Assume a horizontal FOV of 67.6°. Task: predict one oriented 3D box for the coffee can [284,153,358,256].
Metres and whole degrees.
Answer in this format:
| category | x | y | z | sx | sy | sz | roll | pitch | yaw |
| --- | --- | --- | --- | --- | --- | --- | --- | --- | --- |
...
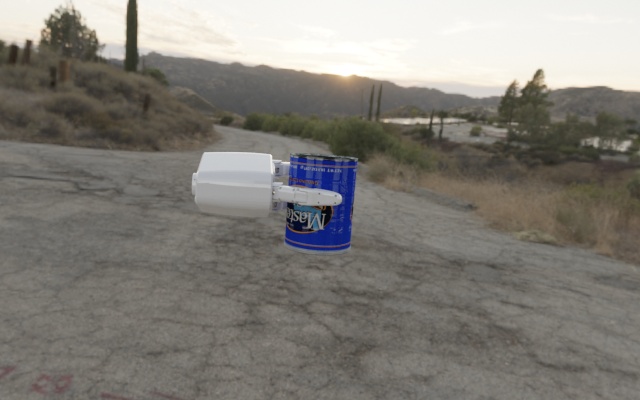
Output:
| category | x | y | z | sx | sy | sz | roll | pitch | yaw |
| --- | --- | --- | --- | --- | --- | --- | --- | --- | --- |
| coffee can | 0.000 | 0.003 | 0.722 | 0.103 | 0.140 | 0.103 | 4 | 8 | -1 |
